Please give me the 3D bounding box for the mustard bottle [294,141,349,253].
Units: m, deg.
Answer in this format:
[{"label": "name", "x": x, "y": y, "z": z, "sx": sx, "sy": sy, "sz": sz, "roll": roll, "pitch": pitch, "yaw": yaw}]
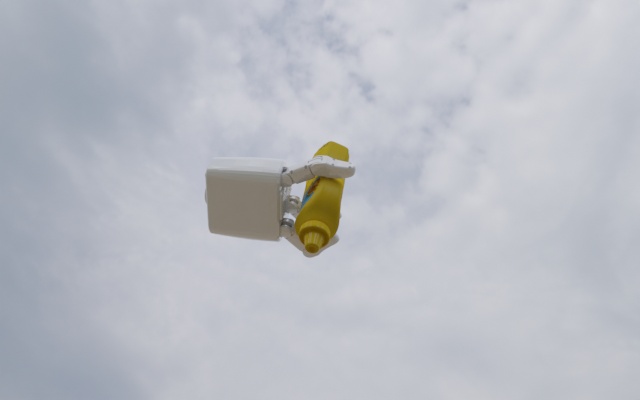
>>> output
[{"label": "mustard bottle", "x": 0.000, "y": 0.002, "z": 0.676, "sx": 0.058, "sy": 0.096, "sz": 0.191, "roll": 24, "pitch": 38, "yaw": -9}]
